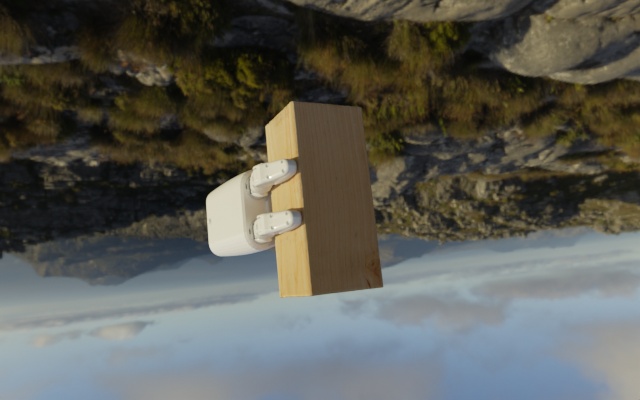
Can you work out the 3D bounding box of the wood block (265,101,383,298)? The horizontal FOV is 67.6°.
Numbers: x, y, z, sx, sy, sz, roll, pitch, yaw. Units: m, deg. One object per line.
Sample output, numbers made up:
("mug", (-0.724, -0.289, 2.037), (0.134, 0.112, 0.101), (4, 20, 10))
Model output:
("wood block", (0.000, 0.002, 0.549), (0.091, 0.206, 0.090), (-1, -11, -27))
